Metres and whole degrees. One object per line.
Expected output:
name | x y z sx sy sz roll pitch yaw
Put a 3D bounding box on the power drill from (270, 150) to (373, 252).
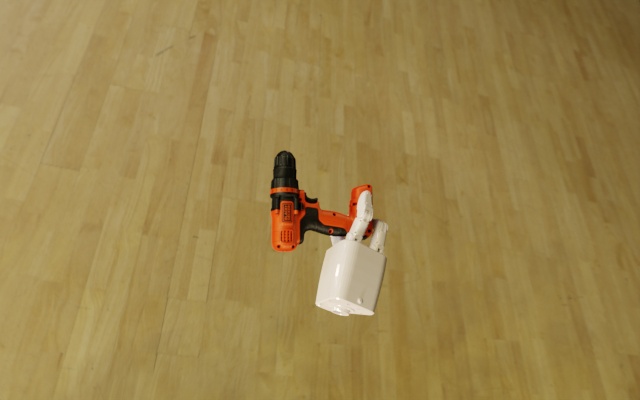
power drill | 0.001 0.003 0.878 0.187 0.184 0.057 2 -9 -13
